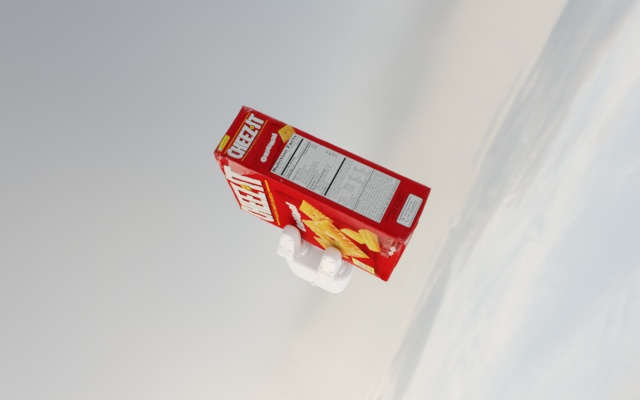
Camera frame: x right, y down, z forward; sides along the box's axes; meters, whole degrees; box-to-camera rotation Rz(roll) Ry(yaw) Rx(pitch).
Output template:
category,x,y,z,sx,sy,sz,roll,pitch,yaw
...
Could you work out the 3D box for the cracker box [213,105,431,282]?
category,x,y,z,sx,sy,sz,roll,pitch,yaw
cracker box,0.000,0.002,0.538,0.213,0.072,0.164,25,-20,11
